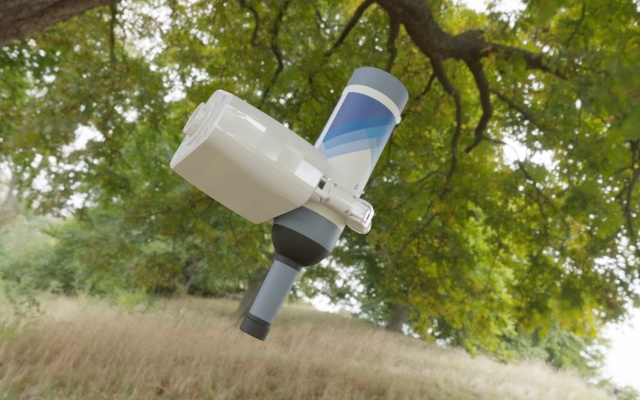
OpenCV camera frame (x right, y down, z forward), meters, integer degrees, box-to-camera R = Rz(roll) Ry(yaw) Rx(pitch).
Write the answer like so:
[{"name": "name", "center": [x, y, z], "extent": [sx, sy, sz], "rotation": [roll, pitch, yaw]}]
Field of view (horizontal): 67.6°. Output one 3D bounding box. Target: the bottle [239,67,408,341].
[{"name": "bottle", "center": [0.000, 0.001, 0.491], "extent": [0.069, 0.295, 0.069], "rotation": [26, -13, 7]}]
